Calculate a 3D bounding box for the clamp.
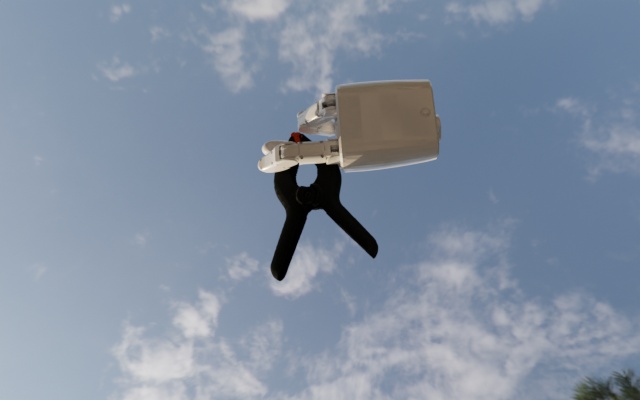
[{"bbox_3d":[0.000,0.002,0.542,0.120,0.171,0.039,-5,-15,4],"label":"clamp"}]
